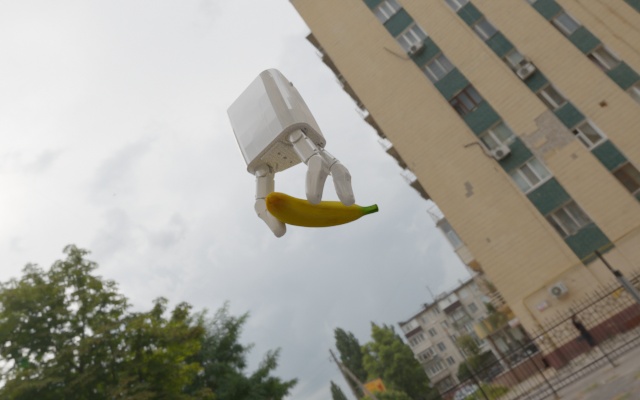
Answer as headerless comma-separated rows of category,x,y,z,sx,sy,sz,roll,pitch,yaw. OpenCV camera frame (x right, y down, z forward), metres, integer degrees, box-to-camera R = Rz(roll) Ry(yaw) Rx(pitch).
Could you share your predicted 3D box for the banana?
banana,-0.009,0.011,0.643,0.198,0.037,0.070,3,-31,-44
